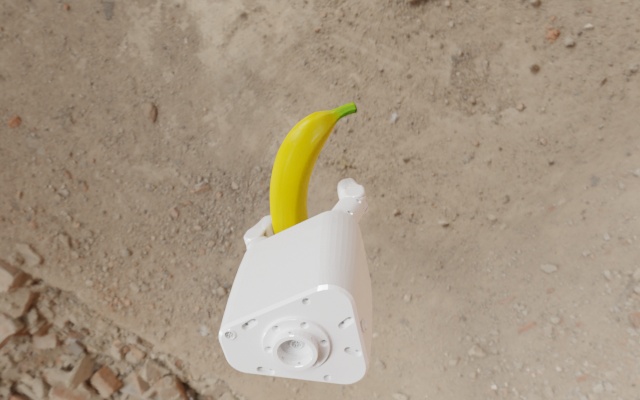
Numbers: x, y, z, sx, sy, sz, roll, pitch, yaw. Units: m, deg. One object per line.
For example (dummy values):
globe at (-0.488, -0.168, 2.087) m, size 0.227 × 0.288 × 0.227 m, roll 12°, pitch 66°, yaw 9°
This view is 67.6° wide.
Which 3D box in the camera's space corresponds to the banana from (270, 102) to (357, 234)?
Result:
banana at (-0.017, -0.005, 0.479) m, size 0.069 × 0.198 × 0.037 m, roll 11°, pitch 24°, yaw -6°
